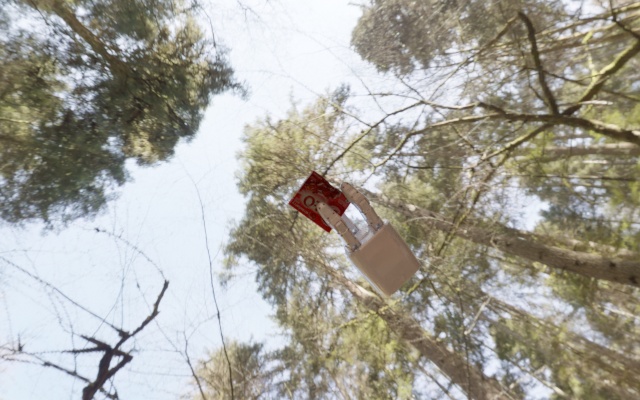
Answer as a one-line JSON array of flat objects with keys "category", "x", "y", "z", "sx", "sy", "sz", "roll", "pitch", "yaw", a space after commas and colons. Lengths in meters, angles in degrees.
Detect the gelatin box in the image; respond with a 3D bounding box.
[{"category": "gelatin box", "x": 0.000, "y": 0.002, "z": 0.833, "sx": 0.089, "sy": 0.073, "sz": 0.030, "roll": 37, "pitch": -4, "yaw": -9}]
